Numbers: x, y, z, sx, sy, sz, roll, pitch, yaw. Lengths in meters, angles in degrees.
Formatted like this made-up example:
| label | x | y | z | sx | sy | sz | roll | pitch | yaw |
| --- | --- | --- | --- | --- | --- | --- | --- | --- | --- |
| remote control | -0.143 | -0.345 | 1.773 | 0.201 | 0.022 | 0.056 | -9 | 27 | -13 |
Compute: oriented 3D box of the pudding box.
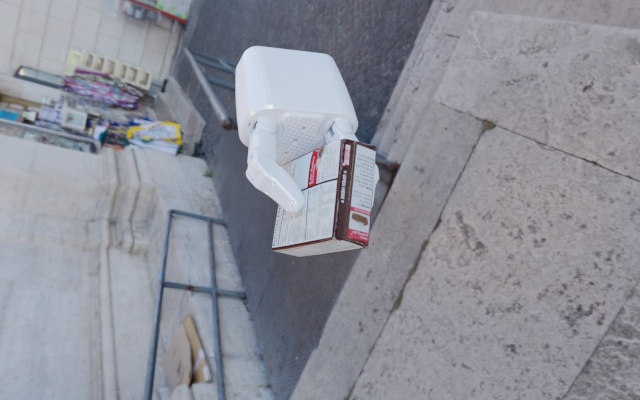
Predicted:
| label | x | y | z | sx | sy | sz | roll | pitch | yaw |
| --- | --- | --- | --- | --- | --- | --- | --- | --- | --- |
| pudding box | 0.000 | 0.001 | 0.432 | 0.039 | 0.090 | 0.113 | 13 | -16 | -29 |
